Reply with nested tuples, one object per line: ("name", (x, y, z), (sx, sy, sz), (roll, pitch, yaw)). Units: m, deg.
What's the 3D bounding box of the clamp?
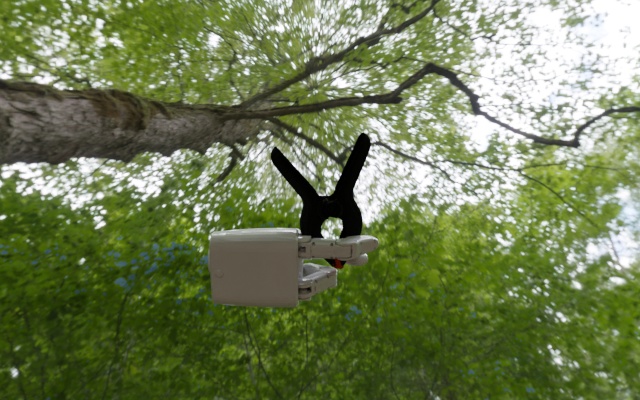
("clamp", (0.000, 0.002, 0.590), (0.120, 0.171, 0.039), (0, 13, -1))
